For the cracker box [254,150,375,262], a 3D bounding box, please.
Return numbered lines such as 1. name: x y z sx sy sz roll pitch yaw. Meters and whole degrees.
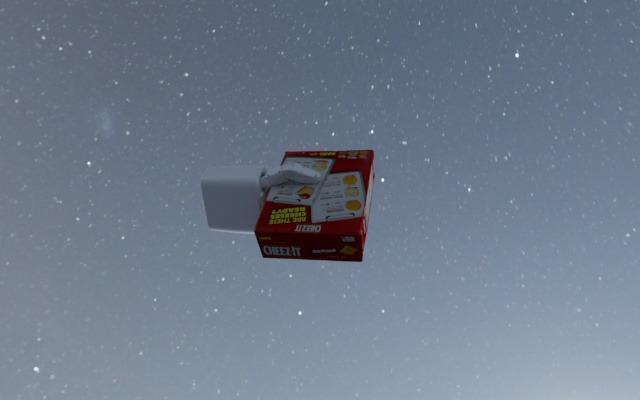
1. cracker box: 0.000 0.002 0.795 0.164 0.072 0.213 1 41 13
